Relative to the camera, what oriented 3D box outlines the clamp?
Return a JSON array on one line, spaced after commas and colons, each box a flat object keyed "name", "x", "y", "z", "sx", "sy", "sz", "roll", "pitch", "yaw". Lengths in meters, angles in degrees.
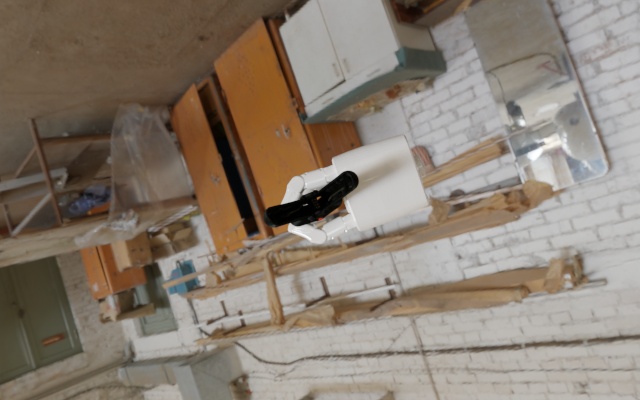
[{"name": "clamp", "x": 0.000, "y": 0.003, "z": 0.625, "sx": 0.120, "sy": 0.039, "sz": 0.171, "roll": -21, "pitch": -4, "yaw": 8}]
